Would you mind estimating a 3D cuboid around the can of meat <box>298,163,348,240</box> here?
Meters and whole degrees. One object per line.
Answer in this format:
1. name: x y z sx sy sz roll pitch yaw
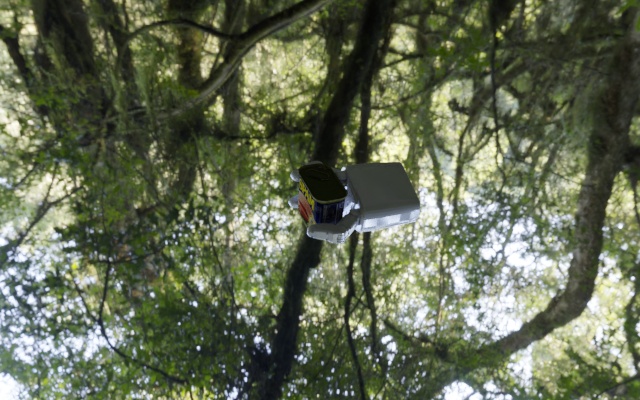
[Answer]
1. can of meat: 0.000 0.003 0.775 0.057 0.084 0.102 -10 40 -19
